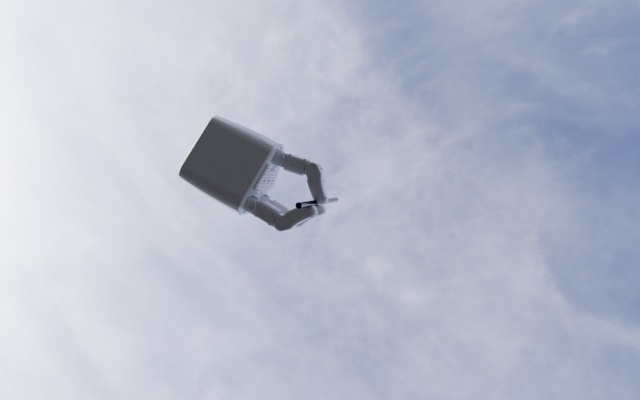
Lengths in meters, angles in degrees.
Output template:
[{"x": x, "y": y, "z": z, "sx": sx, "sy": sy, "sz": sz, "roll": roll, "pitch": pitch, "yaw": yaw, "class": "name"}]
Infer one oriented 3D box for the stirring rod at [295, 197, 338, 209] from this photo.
[{"x": 0.000, "y": 0.002, "z": 0.685, "sx": 0.011, "sy": 0.011, "sz": 0.239, "roll": 0, "pitch": 2, "yaw": 13, "class": "stirring rod"}]
